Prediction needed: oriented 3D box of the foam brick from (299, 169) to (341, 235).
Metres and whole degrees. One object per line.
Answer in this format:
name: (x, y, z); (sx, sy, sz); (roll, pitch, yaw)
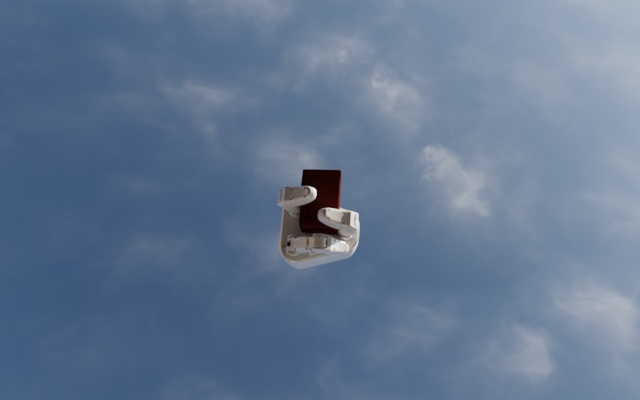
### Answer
foam brick: (0.000, 0.002, 0.644); (0.053, 0.078, 0.051); (4, -15, 3)
